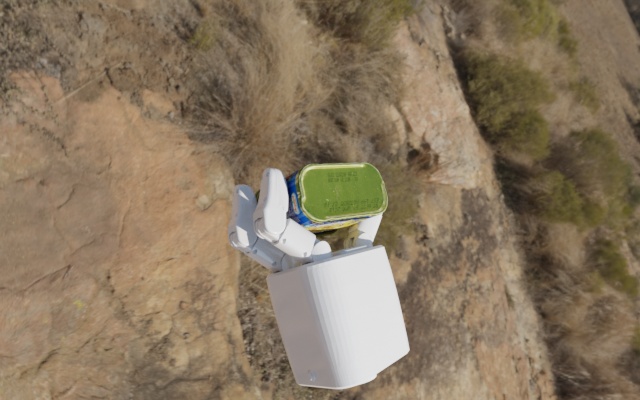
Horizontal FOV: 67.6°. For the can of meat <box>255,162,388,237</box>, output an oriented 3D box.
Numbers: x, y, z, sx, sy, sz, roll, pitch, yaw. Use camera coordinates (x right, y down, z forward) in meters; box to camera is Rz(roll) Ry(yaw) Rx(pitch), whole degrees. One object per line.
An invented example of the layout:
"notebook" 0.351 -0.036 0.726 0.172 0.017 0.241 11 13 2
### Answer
"can of meat" 0.000 0.001 0.454 0.102 0.057 0.084 -6 -11 -35
